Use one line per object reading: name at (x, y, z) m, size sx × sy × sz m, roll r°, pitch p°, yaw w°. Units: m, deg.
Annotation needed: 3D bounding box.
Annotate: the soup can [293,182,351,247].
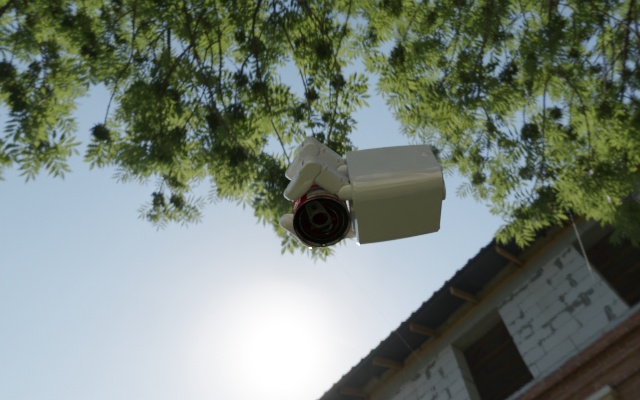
soup can at (0.000, 0.002, 0.597) m, size 0.068 × 0.068 × 0.102 m, roll 0°, pitch 29°, yaw -2°
